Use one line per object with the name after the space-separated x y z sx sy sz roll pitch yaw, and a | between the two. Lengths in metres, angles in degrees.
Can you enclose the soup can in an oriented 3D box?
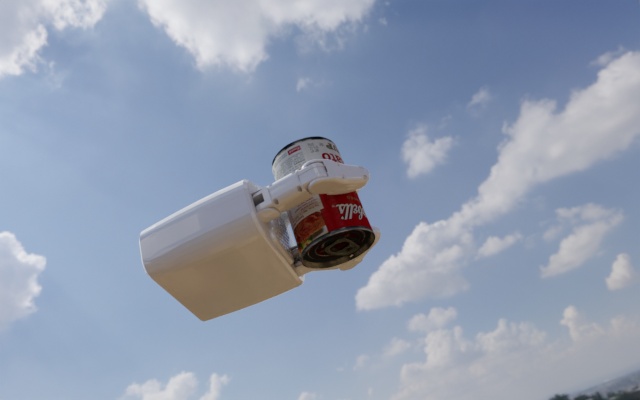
0.000 0.001 0.434 0.068 0.102 0.068 -15 -29 -9 | soup can
